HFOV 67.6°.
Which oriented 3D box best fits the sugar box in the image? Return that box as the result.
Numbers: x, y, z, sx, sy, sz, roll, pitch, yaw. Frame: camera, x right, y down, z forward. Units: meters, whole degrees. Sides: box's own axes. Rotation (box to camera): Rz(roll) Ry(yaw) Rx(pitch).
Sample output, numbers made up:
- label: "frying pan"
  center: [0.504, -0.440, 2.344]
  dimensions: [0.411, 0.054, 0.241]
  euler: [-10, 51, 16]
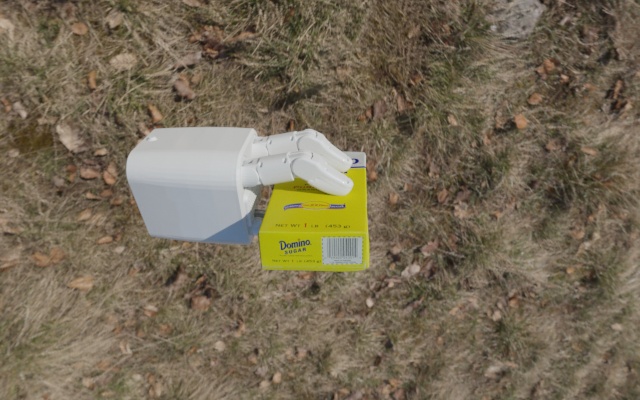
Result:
- label: "sugar box"
  center: [0.000, 0.001, 0.472]
  dimensions: [0.093, 0.048, 0.176]
  euler: [1, 30, 3]
